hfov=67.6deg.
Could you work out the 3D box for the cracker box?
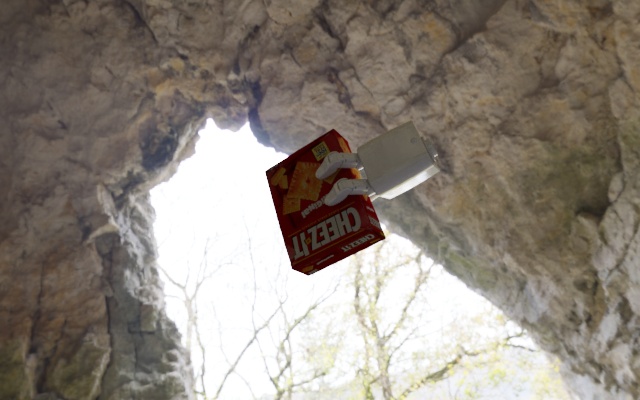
[{"bbox_3d":[0.000,0.003,0.858,0.164,0.213,0.072,-29,-30,19],"label":"cracker box"}]
